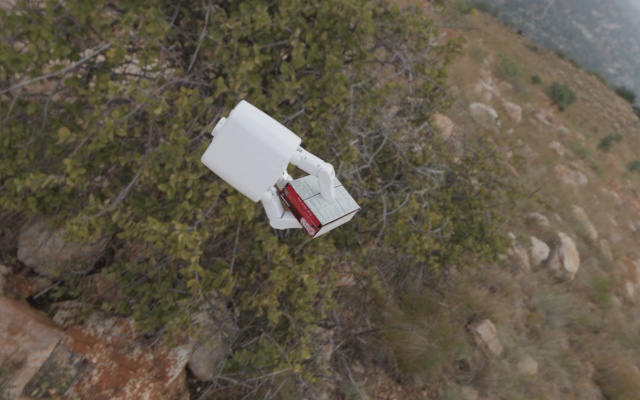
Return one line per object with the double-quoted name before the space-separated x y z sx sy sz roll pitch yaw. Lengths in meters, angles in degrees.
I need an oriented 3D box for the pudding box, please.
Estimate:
"pudding box" 0.000 0.002 0.756 0.113 0.090 0.039 -22 -20 -49
